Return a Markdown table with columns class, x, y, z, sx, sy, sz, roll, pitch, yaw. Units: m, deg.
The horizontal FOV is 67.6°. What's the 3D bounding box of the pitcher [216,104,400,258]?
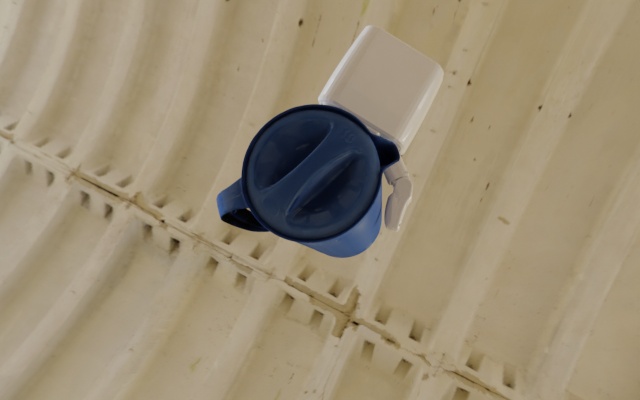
| class | x | y | z | sx | sy | sz | roll | pitch | yaw |
| --- | --- | --- | --- | --- | --- | --- | --- | --- | --- |
| pitcher | 0.000 | 0.002 | 0.548 | 0.149 | 0.145 | 0.243 | 27 | -8 | 15 |
